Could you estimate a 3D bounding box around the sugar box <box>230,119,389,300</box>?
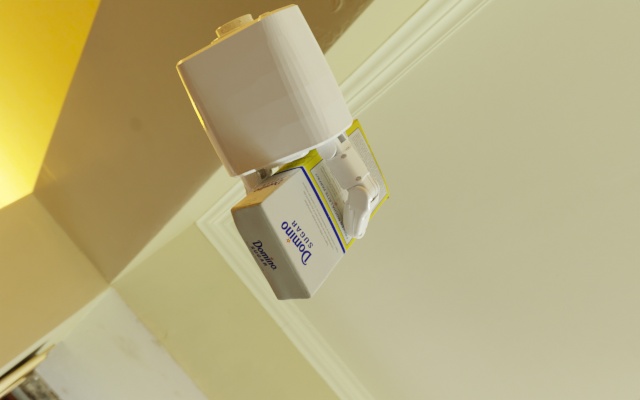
[{"bbox_3d":[0.000,0.001,0.444,0.048,0.093,0.176,-12,22,40],"label":"sugar box"}]
